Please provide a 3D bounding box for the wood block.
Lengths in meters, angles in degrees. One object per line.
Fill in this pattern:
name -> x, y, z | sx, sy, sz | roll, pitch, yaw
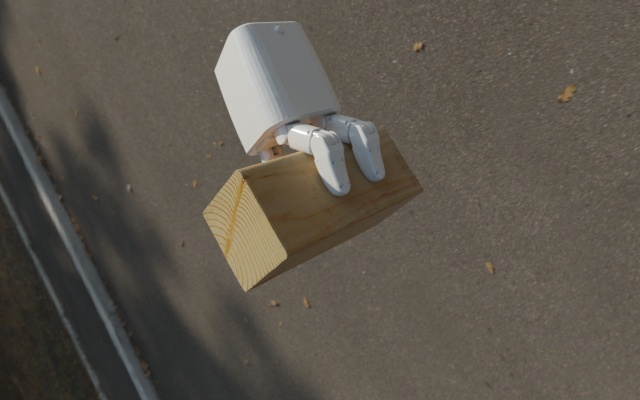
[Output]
wood block -> 0.000, 0.001, 0.494 | 0.206, 0.090, 0.091 | -22, -13, -42
